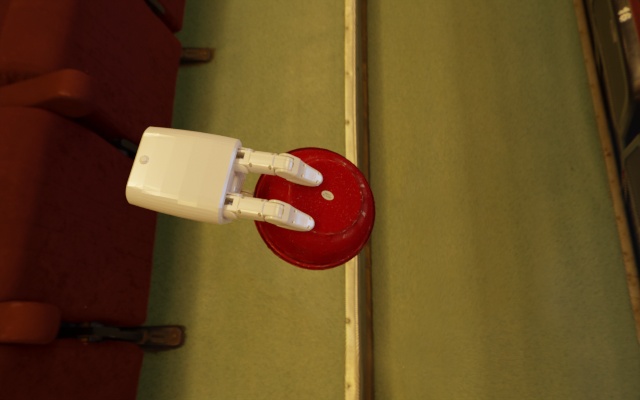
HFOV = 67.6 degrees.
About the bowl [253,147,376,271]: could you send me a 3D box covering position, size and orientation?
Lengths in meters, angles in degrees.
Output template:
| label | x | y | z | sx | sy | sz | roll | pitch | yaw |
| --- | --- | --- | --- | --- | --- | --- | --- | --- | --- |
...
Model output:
| label | x | y | z | sx | sy | sz | roll | pitch | yaw |
| --- | --- | --- | --- | --- | --- | --- | --- | --- | --- |
| bowl | 0.001 | 0.002 | 0.584 | 0.162 | 0.162 | 0.055 | 0 | -14 | -15 |
